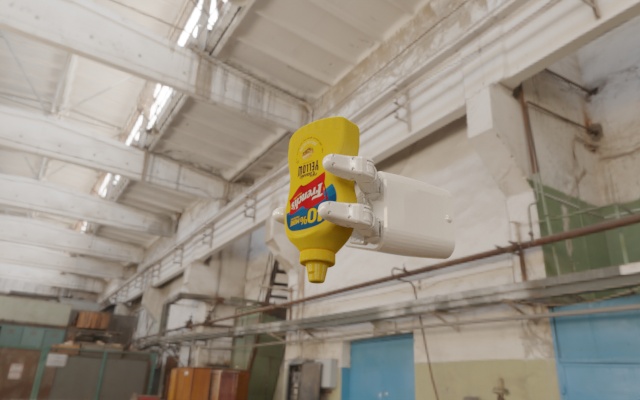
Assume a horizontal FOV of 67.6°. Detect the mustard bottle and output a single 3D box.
[{"bbox_3d":[0.000,0.002,0.563,0.096,0.191,0.058,-15,-27,38],"label":"mustard bottle"}]
